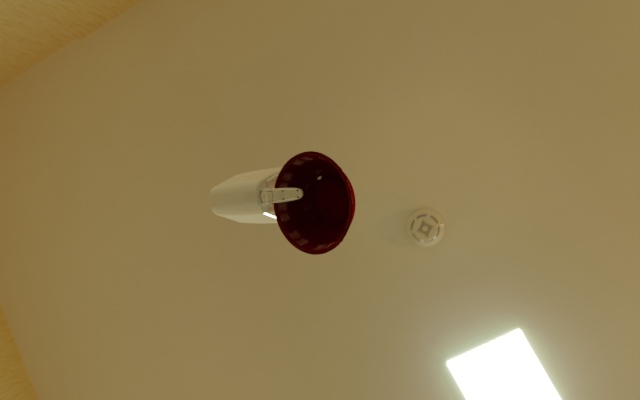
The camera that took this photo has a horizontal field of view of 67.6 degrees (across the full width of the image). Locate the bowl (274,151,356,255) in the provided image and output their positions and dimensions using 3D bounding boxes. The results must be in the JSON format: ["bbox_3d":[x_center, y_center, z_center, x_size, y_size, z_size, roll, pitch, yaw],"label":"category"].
[{"bbox_3d":[0.001,0.003,0.762,0.162,0.162,0.055,0,4,40],"label":"bowl"}]
